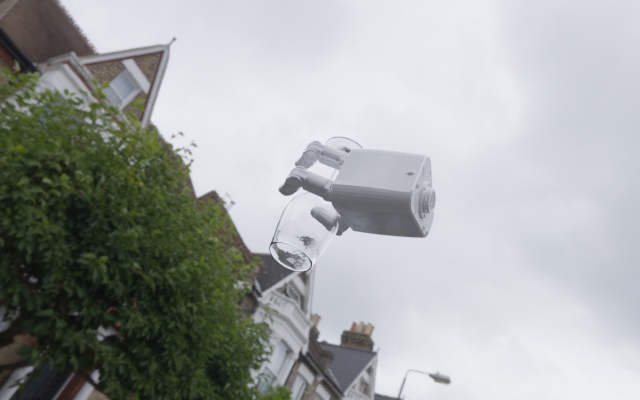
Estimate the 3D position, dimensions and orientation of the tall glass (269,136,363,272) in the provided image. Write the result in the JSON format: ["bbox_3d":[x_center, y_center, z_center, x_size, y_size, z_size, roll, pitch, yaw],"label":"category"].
[{"bbox_3d":[0.000,0.002,0.670,0.079,0.201,0.079,19,-36,14],"label":"tall glass"}]
